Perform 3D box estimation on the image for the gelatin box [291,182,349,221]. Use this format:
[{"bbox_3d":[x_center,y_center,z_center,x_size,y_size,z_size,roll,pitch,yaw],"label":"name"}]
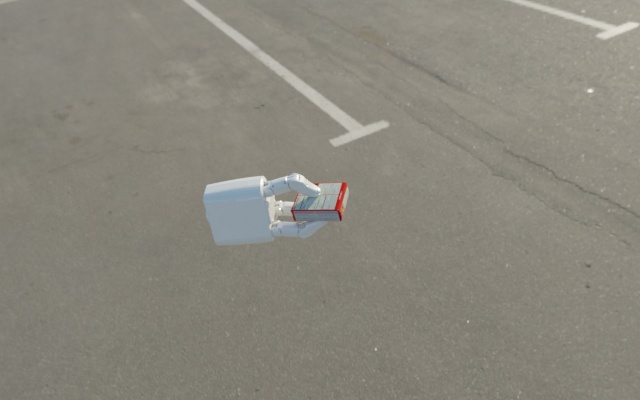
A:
[{"bbox_3d":[0.000,0.002,0.840,0.089,0.030,0.073,-2,42,19],"label":"gelatin box"}]
